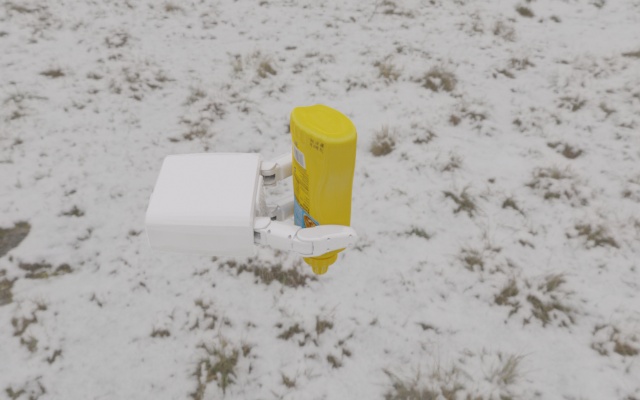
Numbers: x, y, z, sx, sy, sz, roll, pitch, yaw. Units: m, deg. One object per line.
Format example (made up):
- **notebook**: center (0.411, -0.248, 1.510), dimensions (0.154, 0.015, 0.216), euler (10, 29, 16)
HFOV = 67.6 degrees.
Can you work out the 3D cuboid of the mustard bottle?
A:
- **mustard bottle**: center (0.000, 0.001, 0.515), dimensions (0.058, 0.192, 0.096), euler (-12, 34, -21)
